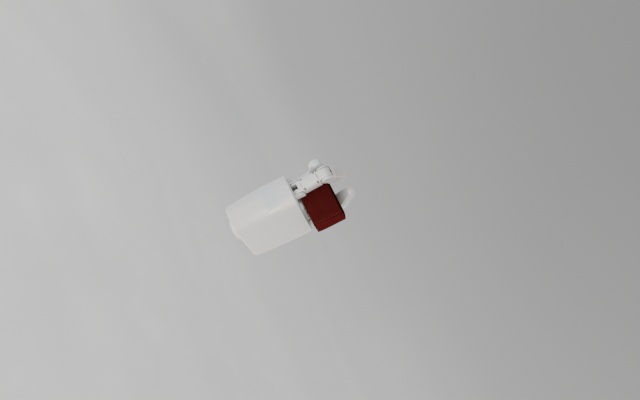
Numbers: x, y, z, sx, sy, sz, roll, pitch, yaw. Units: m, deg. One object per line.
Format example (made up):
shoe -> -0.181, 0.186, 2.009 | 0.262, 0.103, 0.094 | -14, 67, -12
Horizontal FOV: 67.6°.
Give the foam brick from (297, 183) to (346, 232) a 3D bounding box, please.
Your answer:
foam brick -> 0.000, 0.003, 0.756 | 0.051, 0.078, 0.053 | -27, -17, -1
